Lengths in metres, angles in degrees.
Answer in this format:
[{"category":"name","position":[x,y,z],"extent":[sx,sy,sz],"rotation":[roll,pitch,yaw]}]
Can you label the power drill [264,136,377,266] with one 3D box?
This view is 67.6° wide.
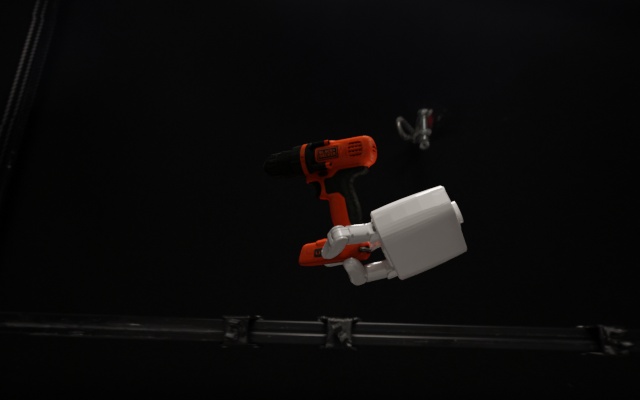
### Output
[{"category":"power drill","position":[0.000,0.003,0.723],"extent":[0.184,0.187,0.057],"rotation":[-9,-10,24]}]
